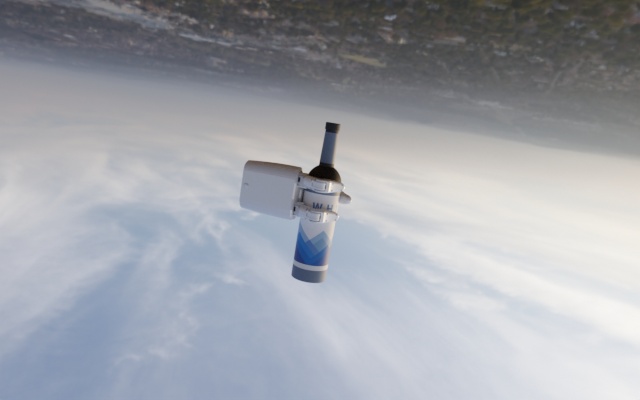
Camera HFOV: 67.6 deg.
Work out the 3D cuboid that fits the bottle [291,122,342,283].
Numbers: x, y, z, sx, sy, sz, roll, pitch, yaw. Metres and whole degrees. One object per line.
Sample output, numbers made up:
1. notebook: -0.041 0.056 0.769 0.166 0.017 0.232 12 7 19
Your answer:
1. bottle: 0.000 0.003 0.889 0.069 0.296 0.069 9 9 -1
